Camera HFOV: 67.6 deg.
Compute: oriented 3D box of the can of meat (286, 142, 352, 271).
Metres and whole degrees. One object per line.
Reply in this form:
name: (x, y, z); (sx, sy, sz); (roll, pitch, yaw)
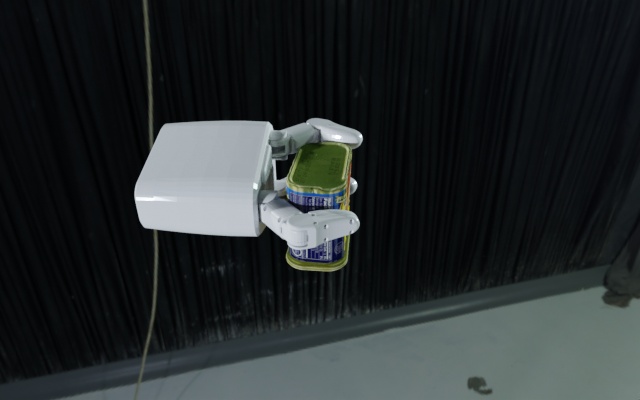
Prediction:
can of meat: (0.000, 0.001, 0.448); (0.057, 0.084, 0.102); (3, 31, 6)
